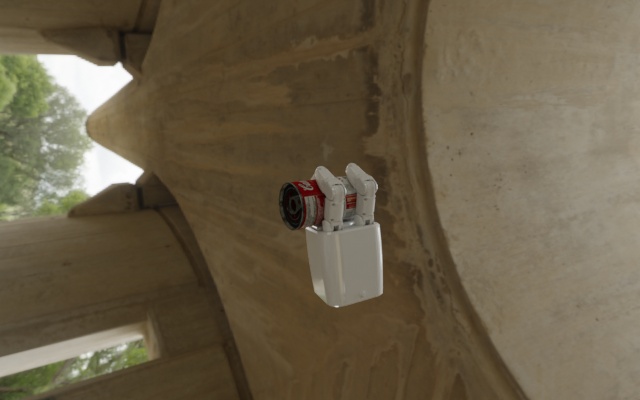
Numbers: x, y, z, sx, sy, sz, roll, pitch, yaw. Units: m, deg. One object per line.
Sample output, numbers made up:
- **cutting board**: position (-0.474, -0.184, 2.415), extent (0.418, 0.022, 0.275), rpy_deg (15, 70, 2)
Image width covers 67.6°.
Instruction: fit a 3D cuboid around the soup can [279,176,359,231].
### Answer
- **soup can**: position (0.000, 0.002, 0.692), extent (0.102, 0.068, 0.068), rpy_deg (-8, 4, -31)
